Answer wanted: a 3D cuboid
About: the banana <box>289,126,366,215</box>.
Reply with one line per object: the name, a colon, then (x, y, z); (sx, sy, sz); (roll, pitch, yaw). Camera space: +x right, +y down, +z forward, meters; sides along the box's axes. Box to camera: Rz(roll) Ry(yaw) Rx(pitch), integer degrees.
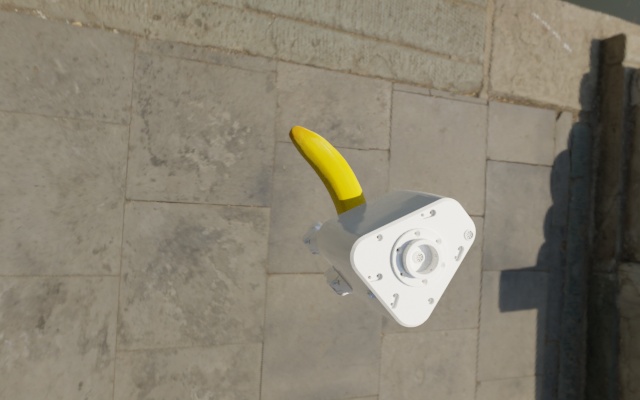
banana: (0.019, 0.000, 0.574); (0.069, 0.198, 0.037); (-15, 6, -3)
